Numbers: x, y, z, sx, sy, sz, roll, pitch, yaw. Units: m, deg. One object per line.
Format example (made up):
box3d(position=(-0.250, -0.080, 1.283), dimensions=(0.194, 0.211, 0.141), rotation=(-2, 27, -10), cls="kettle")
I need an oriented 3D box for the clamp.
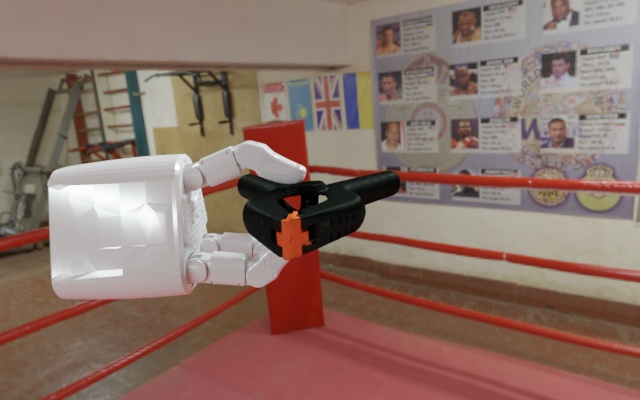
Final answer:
box3d(position=(0.000, 0.001, 0.402), dimensions=(0.164, 0.036, 0.210), rotation=(-3, 12, -1), cls="clamp")
